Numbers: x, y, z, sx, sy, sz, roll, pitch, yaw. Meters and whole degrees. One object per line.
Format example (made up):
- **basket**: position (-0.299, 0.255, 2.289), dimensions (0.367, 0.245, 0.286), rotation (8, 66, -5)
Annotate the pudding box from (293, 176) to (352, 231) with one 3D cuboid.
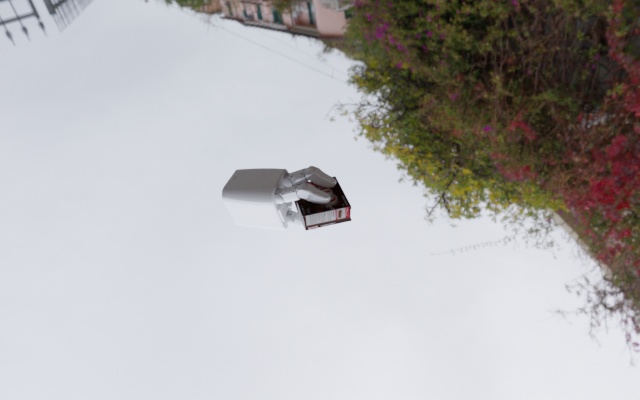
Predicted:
- **pudding box**: position (0.000, 0.003, 0.886), dimensions (0.090, 0.039, 0.113), rotation (-12, 36, -8)
